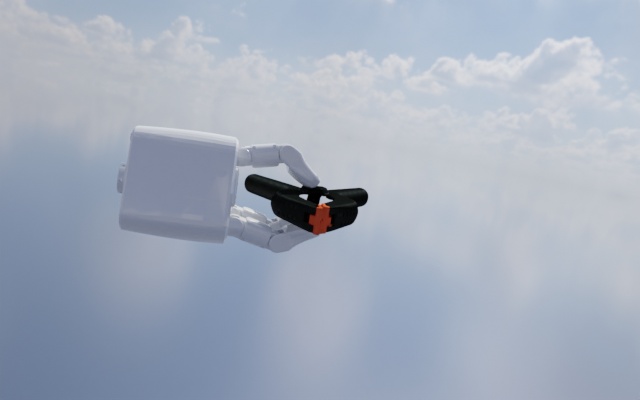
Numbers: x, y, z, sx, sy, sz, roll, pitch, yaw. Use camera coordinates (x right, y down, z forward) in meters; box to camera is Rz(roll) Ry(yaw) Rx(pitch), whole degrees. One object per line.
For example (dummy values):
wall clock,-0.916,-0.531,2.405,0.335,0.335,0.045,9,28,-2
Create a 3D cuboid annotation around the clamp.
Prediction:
clamp,0.000,0.001,0.552,0.164,0.036,0.210,5,9,-13
